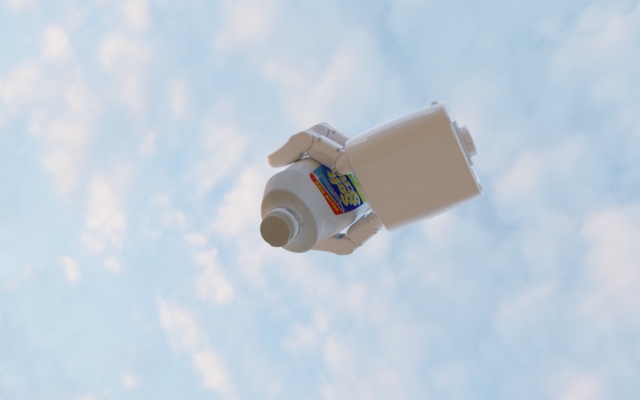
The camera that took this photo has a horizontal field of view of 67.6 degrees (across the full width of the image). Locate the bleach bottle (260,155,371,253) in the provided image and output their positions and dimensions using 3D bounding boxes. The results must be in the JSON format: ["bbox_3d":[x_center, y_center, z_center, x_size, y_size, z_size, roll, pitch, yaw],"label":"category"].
[{"bbox_3d":[0.000,0.002,0.518,0.068,0.102,0.250,-23,7,21],"label":"bleach bottle"}]
